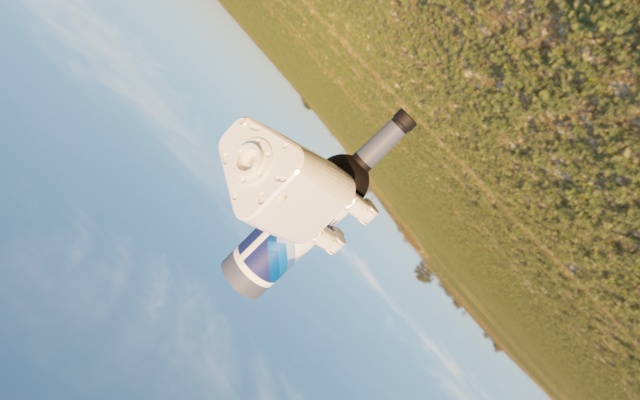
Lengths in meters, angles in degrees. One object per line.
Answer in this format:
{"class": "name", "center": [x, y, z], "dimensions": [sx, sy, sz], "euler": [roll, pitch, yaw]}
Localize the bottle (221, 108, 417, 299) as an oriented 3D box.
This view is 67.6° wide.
{"class": "bottle", "center": [0.000, 0.002, 0.587], "dimensions": [0.296, 0.069, 0.069], "euler": [-44, -11, 12]}
